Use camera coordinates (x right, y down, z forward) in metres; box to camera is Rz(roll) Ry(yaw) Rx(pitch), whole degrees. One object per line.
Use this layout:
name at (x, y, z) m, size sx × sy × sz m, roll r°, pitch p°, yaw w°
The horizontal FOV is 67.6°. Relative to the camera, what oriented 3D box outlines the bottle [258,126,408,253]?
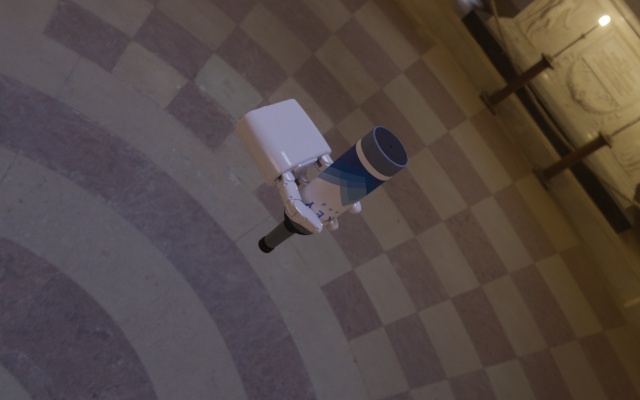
bottle at (0.000, 0.002, 0.720) m, size 0.069 × 0.069 × 0.296 m, roll 0°, pitch -31°, yaw -48°
